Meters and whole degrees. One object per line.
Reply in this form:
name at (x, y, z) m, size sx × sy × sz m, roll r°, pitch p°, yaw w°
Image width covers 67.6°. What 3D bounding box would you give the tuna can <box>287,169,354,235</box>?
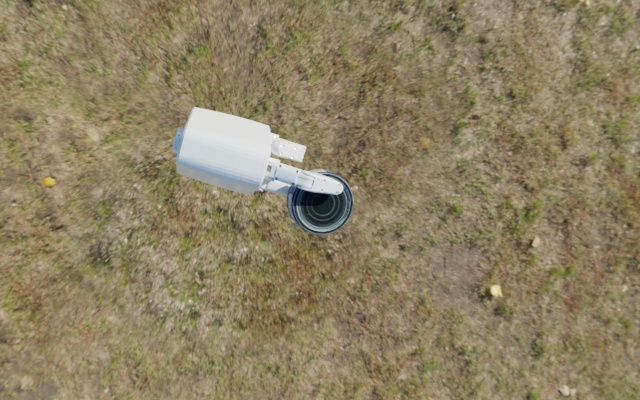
tuna can at (0.000, 0.002, 0.635) m, size 0.086 × 0.086 × 0.033 m, roll 0°, pitch 10°, yaw -16°
